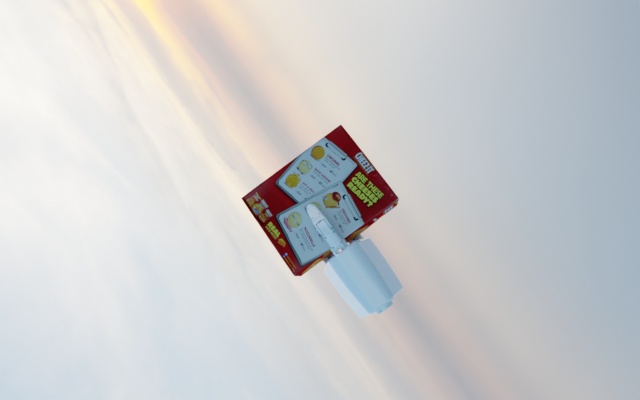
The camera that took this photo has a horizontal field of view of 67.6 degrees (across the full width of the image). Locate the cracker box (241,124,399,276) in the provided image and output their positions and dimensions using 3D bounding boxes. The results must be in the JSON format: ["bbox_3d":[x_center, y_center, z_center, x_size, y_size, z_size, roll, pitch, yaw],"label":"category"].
[{"bbox_3d":[0.000,0.003,0.819,0.213,0.164,0.072,-36,-12,1],"label":"cracker box"}]
